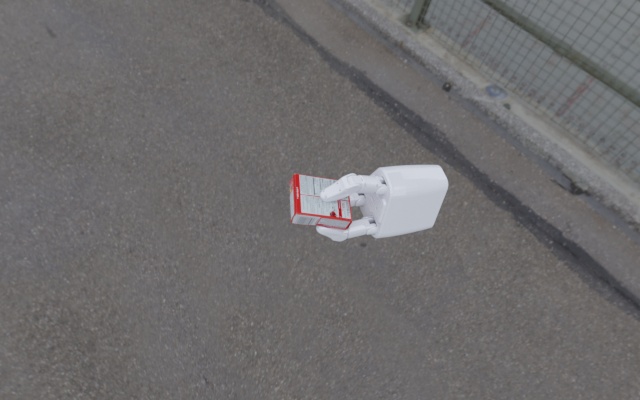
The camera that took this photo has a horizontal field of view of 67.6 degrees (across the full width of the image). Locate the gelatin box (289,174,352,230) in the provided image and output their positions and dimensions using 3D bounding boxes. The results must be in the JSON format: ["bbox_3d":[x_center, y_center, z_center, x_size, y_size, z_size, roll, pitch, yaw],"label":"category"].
[{"bbox_3d":[0.000,0.002,0.708,0.089,0.073,0.030,8,-36,-18],"label":"gelatin box"}]
